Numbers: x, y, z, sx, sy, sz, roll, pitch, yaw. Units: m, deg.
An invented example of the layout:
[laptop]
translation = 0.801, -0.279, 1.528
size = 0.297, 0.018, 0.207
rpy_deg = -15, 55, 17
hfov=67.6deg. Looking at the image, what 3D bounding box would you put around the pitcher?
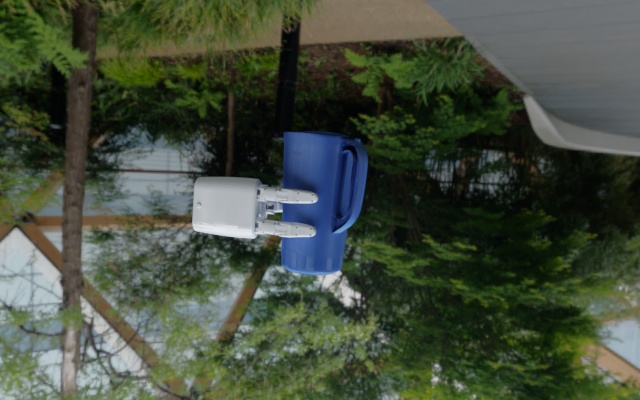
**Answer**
[pitcher]
translation = 0.000, 0.003, 0.825
size = 0.145, 0.243, 0.149
rpy_deg = 5, 5, 2
